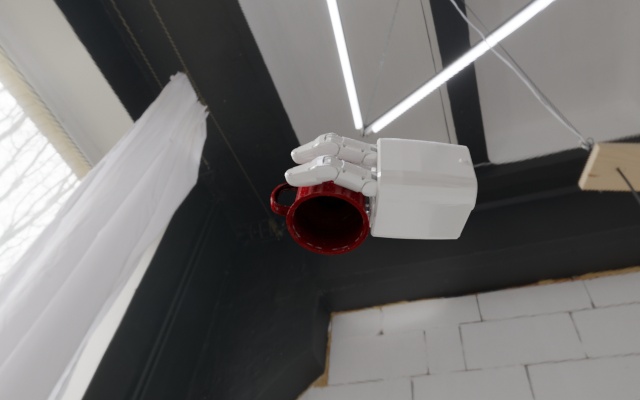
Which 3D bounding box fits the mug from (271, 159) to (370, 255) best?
[{"bbox_3d":[-0.001,0.002,0.564,0.117,0.093,0.081,5,39,3],"label":"mug"}]
